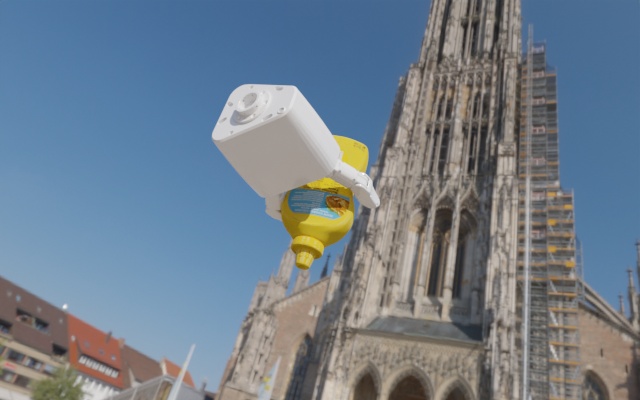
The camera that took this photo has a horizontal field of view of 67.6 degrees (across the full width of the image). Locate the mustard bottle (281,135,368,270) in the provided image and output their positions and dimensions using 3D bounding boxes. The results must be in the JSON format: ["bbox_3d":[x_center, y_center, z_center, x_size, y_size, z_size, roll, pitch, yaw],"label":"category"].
[{"bbox_3d":[0.000,0.002,0.632,0.096,0.191,0.058,10,-31,9],"label":"mustard bottle"}]
